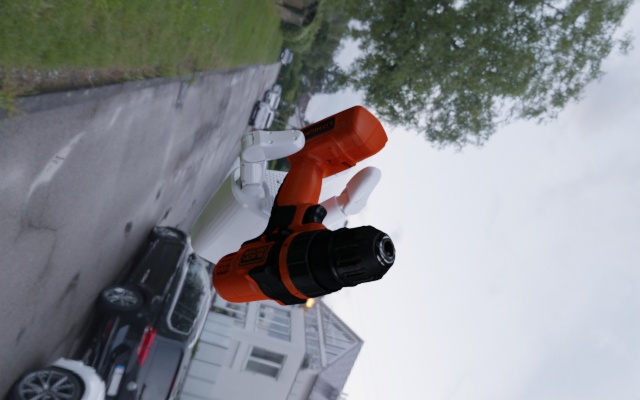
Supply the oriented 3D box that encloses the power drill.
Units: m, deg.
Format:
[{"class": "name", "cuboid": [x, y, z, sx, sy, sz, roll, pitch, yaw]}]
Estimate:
[{"class": "power drill", "cuboid": [0.000, 0.001, 0.416, 0.184, 0.187, 0.057, -15, -51, 40]}]
